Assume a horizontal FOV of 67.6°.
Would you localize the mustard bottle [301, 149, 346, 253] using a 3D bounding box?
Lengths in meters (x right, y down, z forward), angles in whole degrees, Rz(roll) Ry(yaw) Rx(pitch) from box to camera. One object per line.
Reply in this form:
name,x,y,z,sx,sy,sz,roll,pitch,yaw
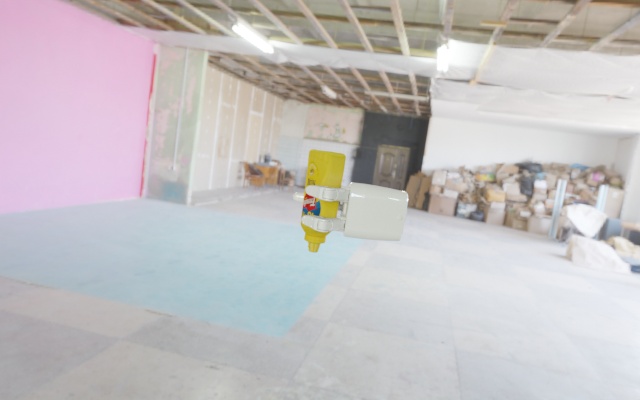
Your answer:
mustard bottle,0.000,0.003,0.894,0.058,0.191,0.096,4,8,-28
